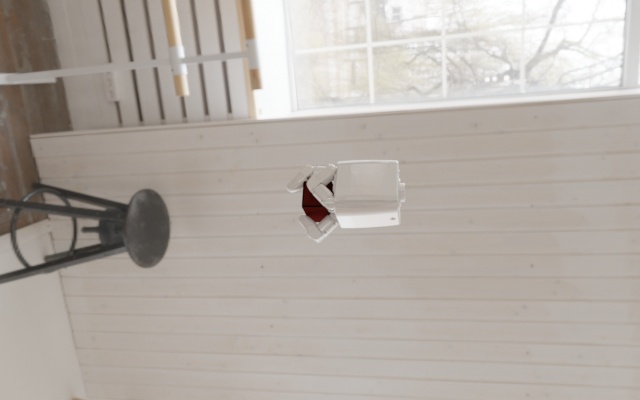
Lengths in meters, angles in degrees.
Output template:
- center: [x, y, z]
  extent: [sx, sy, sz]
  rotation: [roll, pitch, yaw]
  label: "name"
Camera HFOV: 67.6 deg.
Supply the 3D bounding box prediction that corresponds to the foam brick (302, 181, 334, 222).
- center: [0.000, 0.003, 0.867]
  extent: [0.051, 0.053, 0.078]
  rotation: [-2, -23, 11]
  label: "foam brick"
